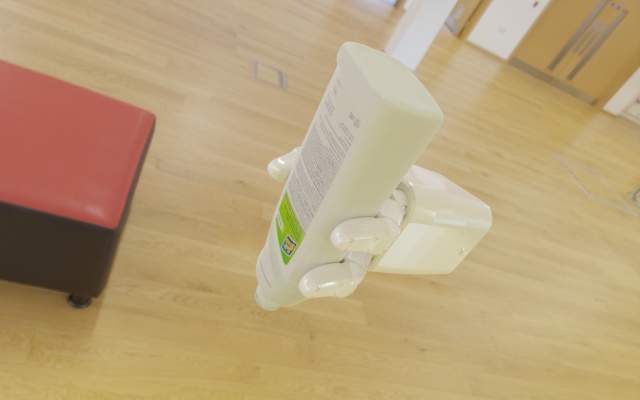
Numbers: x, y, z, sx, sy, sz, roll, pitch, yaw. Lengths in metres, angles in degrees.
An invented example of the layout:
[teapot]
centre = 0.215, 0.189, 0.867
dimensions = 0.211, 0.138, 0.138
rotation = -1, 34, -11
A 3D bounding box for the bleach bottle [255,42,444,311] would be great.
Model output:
[bleach bottle]
centre = 0.000, 0.001, 0.413
dimensions = 0.068, 0.251, 0.102
rotation = 11, 37, -29
